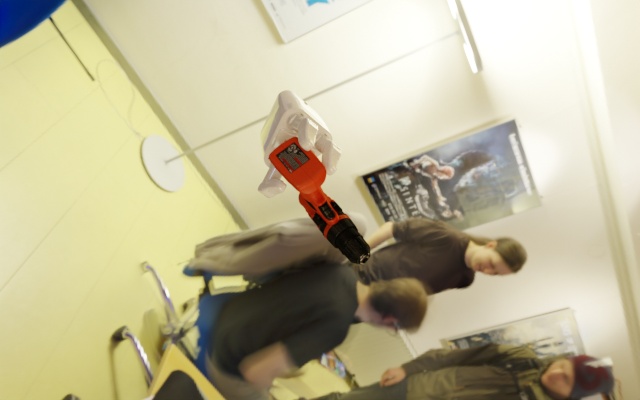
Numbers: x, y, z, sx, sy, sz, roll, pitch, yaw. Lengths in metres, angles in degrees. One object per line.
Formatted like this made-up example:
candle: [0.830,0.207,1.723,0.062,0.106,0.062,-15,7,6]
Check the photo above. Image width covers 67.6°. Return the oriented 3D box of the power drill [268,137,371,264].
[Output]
power drill: [0.000,0.002,0.744,0.184,0.057,0.188,47,-10,38]
